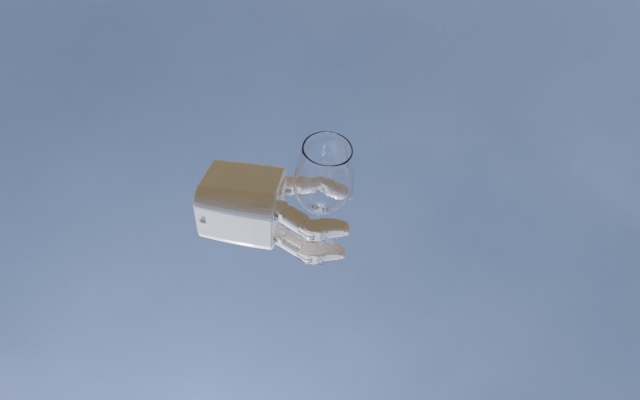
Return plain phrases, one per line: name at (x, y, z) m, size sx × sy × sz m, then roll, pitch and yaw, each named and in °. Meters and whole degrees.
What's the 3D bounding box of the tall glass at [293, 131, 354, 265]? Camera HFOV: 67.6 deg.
tall glass at (0.000, 0.003, 0.645) m, size 0.079 × 0.079 × 0.201 m, roll 0°, pitch -40°, yaw -7°
